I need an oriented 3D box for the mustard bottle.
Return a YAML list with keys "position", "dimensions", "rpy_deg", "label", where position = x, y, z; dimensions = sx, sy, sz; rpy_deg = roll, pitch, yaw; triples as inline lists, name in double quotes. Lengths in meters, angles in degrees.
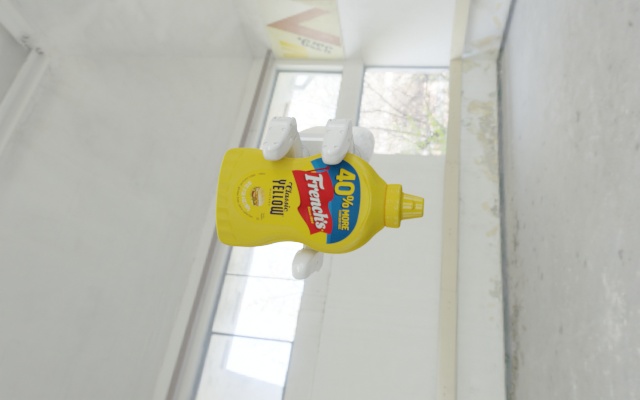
- position: [0.000, 0.001, 0.452]
  dimensions: [0.191, 0.096, 0.058]
  rpy_deg: [3, -6, 12]
  label: "mustard bottle"
